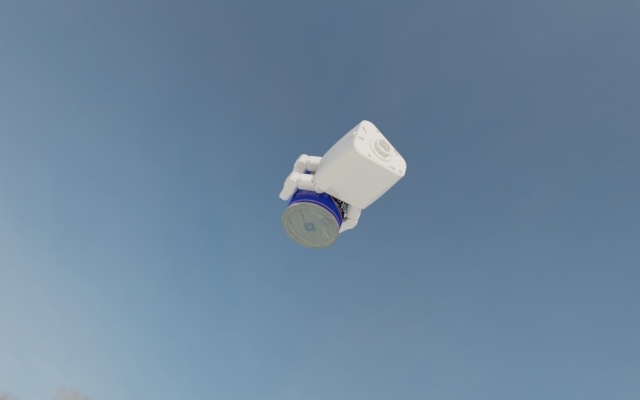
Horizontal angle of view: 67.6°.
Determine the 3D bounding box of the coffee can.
[{"bbox_3d":[0.000,0.003,0.868,0.103,0.103,0.140,0,39,20],"label":"coffee can"}]
